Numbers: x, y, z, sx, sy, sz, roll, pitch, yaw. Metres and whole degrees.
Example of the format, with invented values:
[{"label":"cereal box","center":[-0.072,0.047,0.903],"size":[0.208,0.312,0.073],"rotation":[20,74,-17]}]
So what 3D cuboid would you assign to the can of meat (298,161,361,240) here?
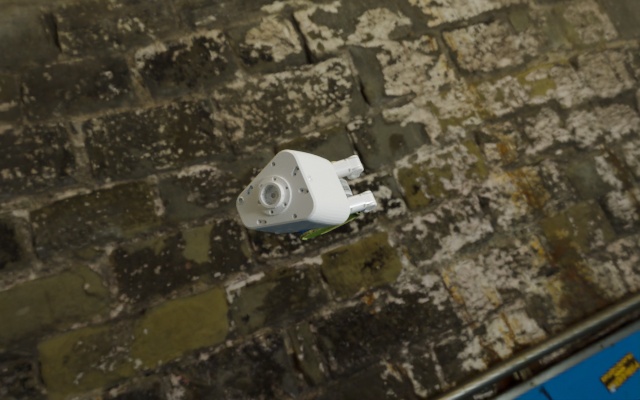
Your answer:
[{"label":"can of meat","center":[0.000,0.003,0.720],"size":[0.102,0.084,0.057],"rotation":[-27,-14,18]}]
